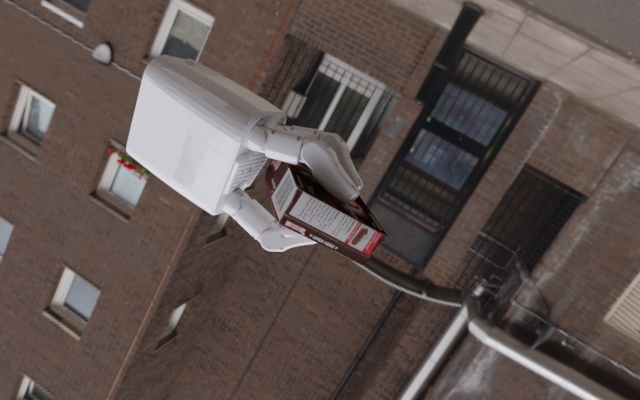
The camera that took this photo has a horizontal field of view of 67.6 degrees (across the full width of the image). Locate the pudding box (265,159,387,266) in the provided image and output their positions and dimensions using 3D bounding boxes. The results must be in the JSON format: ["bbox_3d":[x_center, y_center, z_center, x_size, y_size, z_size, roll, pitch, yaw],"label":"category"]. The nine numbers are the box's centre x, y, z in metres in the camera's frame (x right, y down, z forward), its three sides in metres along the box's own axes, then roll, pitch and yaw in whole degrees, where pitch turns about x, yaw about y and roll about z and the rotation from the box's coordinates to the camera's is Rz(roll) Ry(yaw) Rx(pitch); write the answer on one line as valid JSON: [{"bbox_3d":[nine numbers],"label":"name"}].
[{"bbox_3d":[0.000,0.002,0.428,0.090,0.039,0.113,27,17,-21],"label":"pudding box"}]
